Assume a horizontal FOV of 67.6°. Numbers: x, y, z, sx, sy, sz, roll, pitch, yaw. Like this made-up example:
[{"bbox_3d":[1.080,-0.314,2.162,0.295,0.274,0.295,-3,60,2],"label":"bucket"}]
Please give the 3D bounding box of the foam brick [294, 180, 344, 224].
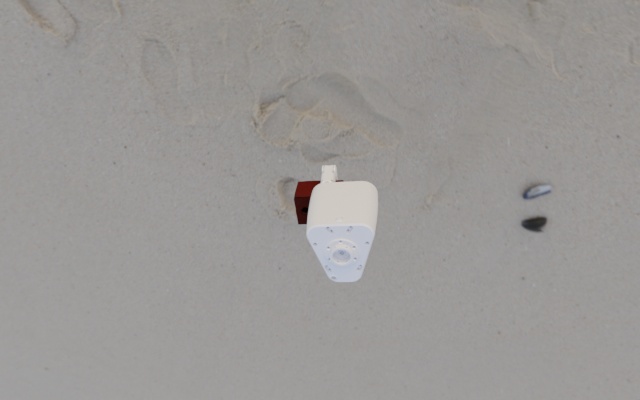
[{"bbox_3d":[0.000,0.003,0.767,0.078,0.053,0.051,-2,33,8],"label":"foam brick"}]
